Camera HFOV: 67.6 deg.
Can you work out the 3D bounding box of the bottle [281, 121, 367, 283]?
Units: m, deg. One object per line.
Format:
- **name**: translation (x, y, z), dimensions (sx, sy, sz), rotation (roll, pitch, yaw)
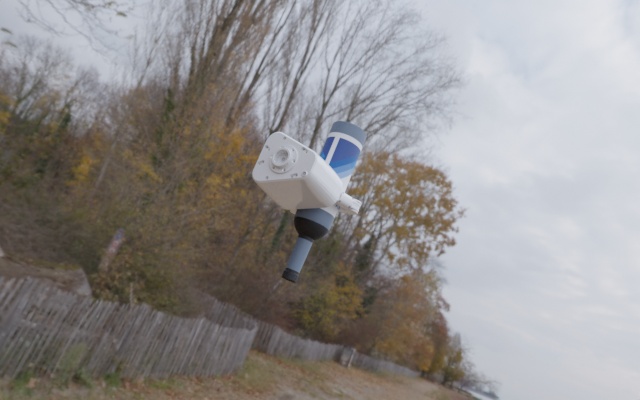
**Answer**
- **bottle**: translation (0.000, 0.003, 0.843), dimensions (0.069, 0.295, 0.069), rotation (21, -14, 6)
